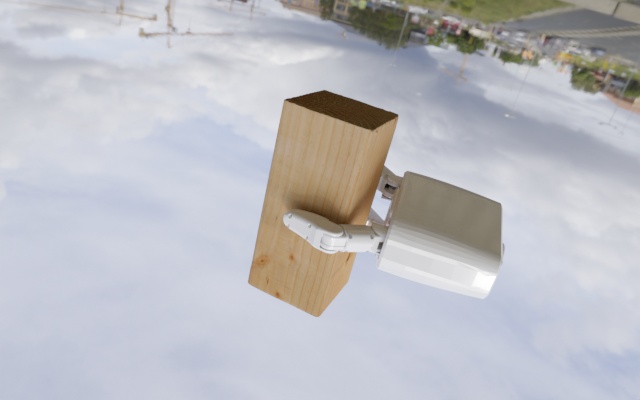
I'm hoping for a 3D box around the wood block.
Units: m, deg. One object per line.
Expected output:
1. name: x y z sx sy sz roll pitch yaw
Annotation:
1. wood block: 0.000 0.002 0.496 0.090 0.206 0.090 23 26 17
